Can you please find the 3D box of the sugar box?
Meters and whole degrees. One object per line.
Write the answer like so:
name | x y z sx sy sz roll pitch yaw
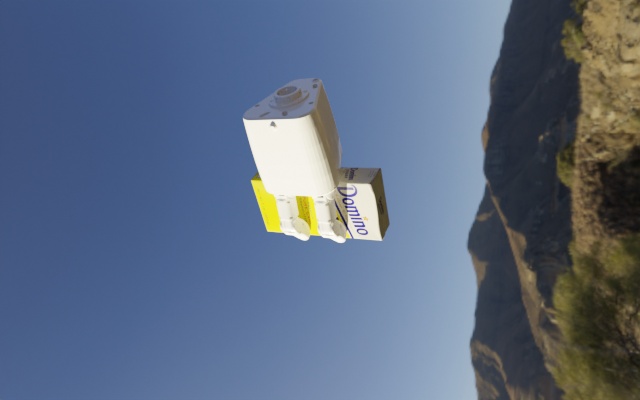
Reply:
sugar box | 0.000 0.002 0.652 0.176 0.093 0.048 4 36 27
